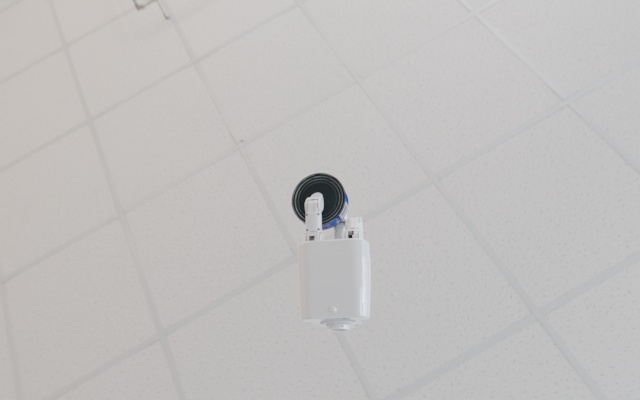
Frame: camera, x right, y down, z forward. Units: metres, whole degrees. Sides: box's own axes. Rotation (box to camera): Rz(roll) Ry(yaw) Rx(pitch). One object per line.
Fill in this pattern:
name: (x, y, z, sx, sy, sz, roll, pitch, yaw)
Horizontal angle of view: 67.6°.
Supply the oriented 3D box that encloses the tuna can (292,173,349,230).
tuna can: (0.000, 0.003, 0.748, 0.086, 0.086, 0.034, 0, -19, 14)
